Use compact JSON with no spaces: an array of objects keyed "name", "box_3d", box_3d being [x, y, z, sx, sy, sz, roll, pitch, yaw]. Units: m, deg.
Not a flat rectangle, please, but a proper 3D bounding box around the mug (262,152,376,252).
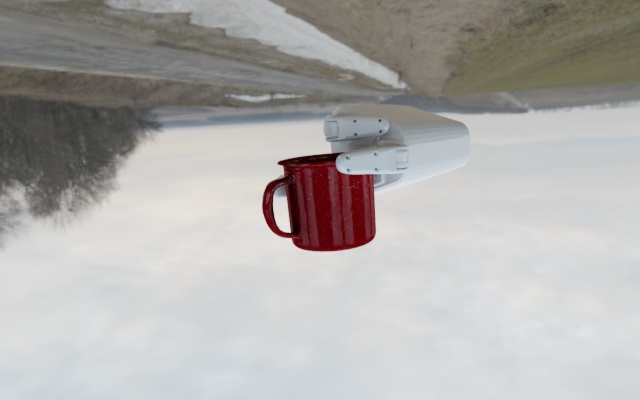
[{"name":"mug","box_3d":[-0.001,0.002,0.442,0.117,0.081,0.093,-12,12,-36]}]
